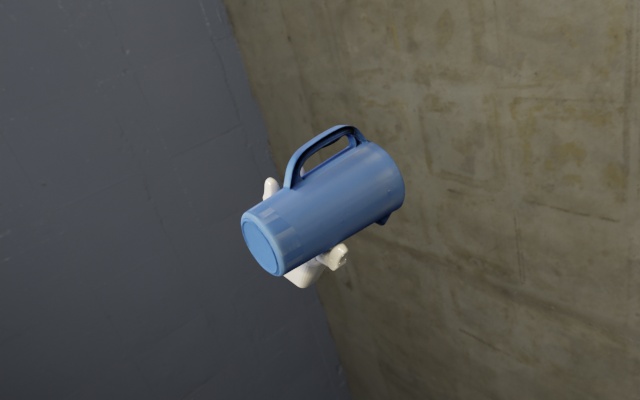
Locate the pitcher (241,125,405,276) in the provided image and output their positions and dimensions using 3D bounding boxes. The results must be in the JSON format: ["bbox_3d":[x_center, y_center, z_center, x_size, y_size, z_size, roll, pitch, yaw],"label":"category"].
[{"bbox_3d":[0.000,0.003,0.738,0.242,0.149,0.145,-31,-20,-27],"label":"pitcher"}]
